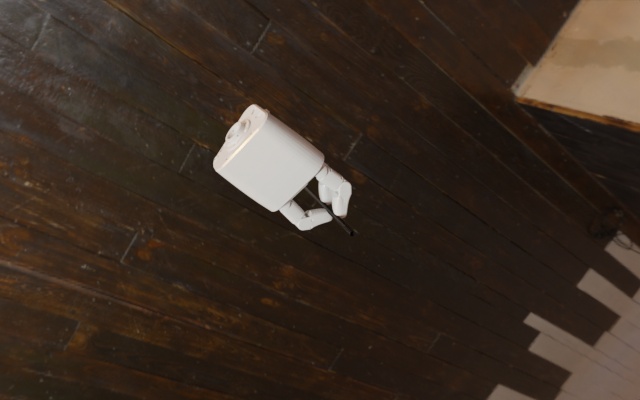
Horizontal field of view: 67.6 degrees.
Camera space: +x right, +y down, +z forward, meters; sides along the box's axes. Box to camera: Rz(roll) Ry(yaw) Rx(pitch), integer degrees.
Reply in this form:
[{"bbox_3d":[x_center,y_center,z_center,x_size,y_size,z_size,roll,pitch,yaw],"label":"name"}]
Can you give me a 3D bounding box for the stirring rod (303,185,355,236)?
[{"bbox_3d":[0.000,0.002,0.757,0.011,0.011,0.239,0,21,-23],"label":"stirring rod"}]
